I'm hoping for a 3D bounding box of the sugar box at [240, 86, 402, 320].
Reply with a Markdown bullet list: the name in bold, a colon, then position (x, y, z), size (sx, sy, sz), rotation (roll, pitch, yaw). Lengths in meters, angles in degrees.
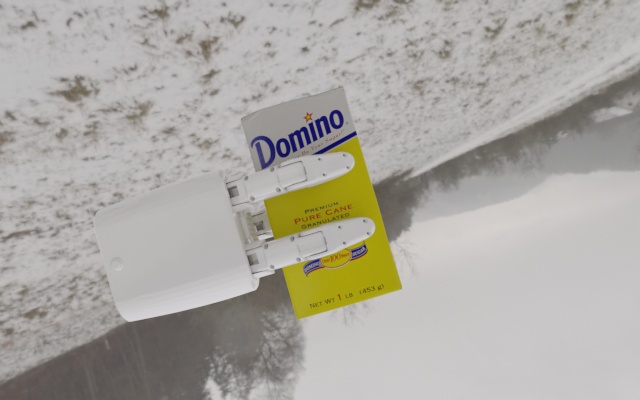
- **sugar box**: position (0.000, 0.001, 0.408), size (0.093, 0.176, 0.048), rotation (-17, -1, 0)
